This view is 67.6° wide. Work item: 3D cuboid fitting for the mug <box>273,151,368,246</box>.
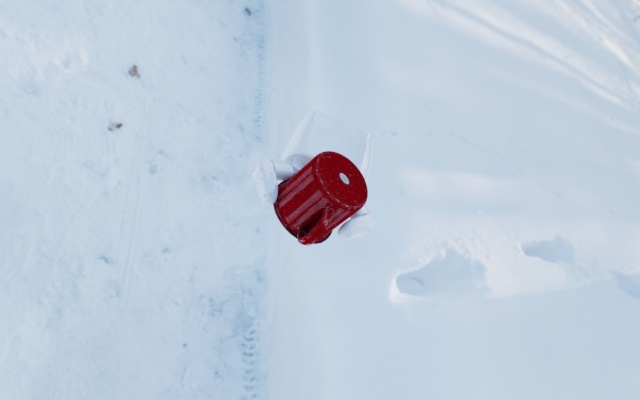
[{"bbox_3d":[0.000,0.003,0.567,0.093,0.117,0.081,36,-48,-17],"label":"mug"}]
